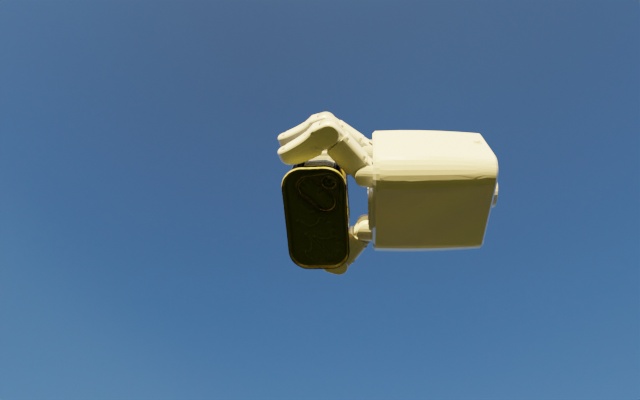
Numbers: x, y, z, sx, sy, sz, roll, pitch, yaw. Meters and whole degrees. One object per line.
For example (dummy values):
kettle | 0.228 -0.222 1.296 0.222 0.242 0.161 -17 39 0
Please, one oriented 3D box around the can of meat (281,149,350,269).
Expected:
can of meat | 0.000 0.001 0.466 0.057 0.102 0.084 -2 24 7
